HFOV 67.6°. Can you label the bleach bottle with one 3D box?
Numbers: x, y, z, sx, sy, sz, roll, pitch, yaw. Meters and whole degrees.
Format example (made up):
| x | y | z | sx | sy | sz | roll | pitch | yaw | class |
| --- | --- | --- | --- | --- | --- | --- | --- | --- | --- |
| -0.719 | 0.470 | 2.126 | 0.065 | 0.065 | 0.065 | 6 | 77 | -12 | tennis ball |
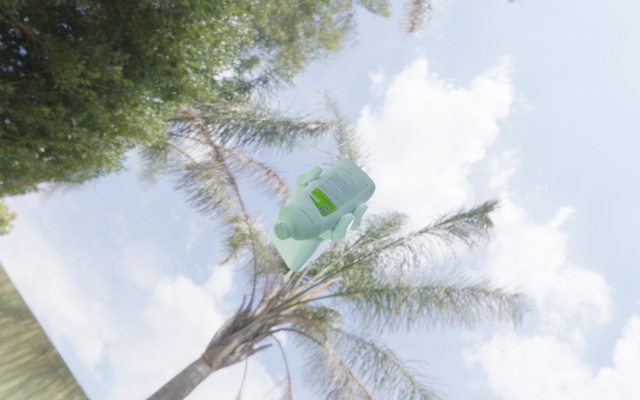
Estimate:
| x | y | z | sx | sy | sz | roll | pitch | yaw | class |
| --- | --- | --- | --- | --- | --- | --- | --- | --- | --- |
| 0.000 | 0.003 | 0.871 | 0.102 | 0.068 | 0.250 | 43 | 40 | 14 | bleach bottle |
